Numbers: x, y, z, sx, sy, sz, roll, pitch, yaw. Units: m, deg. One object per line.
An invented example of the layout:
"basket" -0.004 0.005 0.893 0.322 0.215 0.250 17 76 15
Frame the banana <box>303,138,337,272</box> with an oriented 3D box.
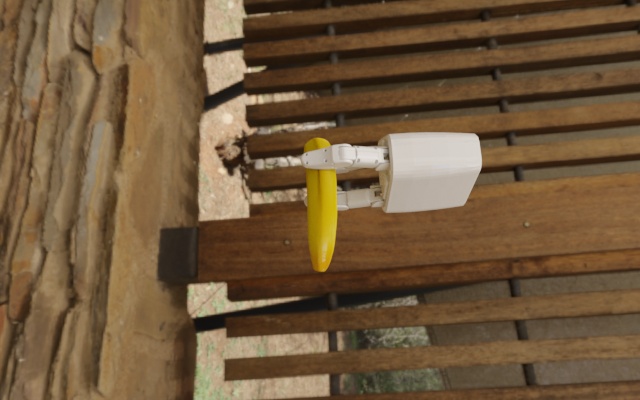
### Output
"banana" 0.000 -0.013 0.580 0.037 0.197 0.070 -1 -39 -3
